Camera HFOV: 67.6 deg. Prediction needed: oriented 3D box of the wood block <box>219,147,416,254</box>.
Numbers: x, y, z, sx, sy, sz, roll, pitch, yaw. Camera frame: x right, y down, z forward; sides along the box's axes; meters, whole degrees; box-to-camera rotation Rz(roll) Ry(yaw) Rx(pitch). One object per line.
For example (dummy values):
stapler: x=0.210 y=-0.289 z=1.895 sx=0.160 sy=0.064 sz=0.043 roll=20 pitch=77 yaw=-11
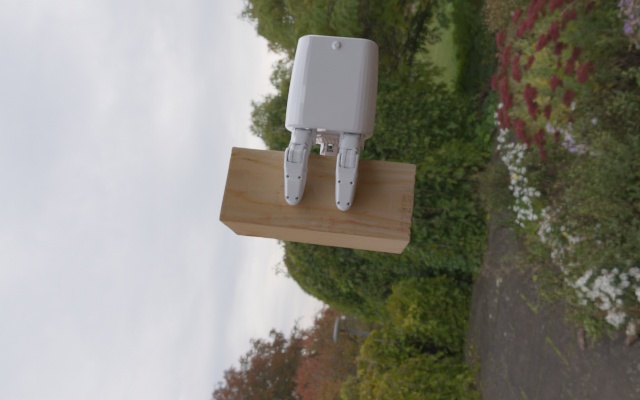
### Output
wood block: x=0.000 y=0.002 z=0.560 sx=0.206 sy=0.090 sz=0.091 roll=6 pitch=-13 yaw=5
